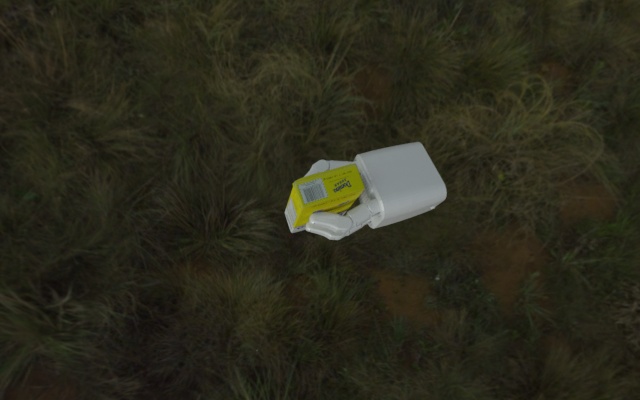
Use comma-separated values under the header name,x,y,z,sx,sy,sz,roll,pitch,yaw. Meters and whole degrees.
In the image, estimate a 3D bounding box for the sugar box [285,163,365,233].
name,x,y,z,sx,sy,sz,roll,pitch,yaw
sugar box,0.000,0.003,0.719,0.093,0.048,0.176,-16,-14,-11
